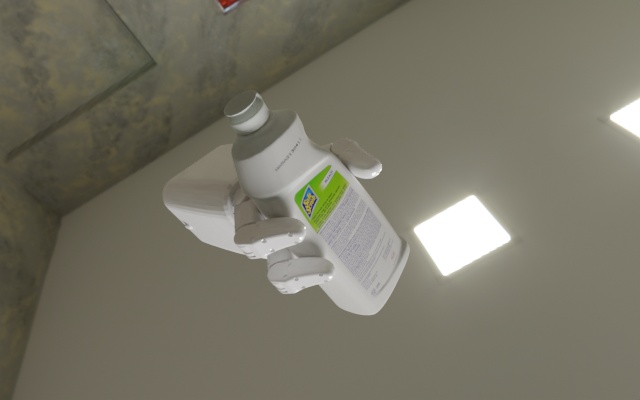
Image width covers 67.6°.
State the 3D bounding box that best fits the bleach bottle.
[{"bbox_3d":[0.000,0.002,0.436,0.068,0.102,0.251,6,-37,39],"label":"bleach bottle"}]
